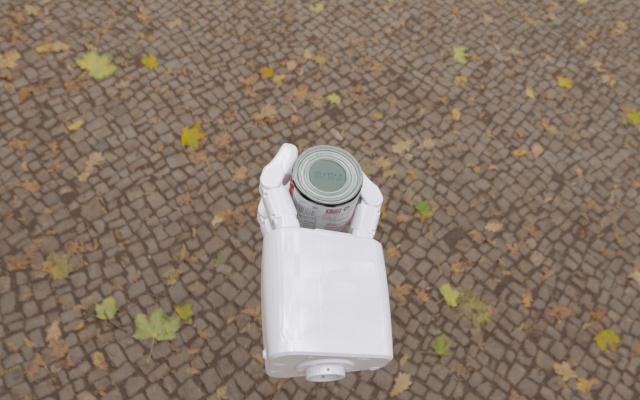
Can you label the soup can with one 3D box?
[{"bbox_3d":[0.000,0.001,0.474,0.068,0.068,0.102,0,-31,-9],"label":"soup can"}]
